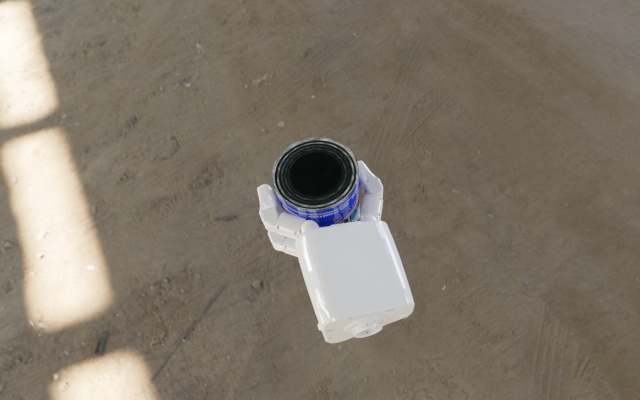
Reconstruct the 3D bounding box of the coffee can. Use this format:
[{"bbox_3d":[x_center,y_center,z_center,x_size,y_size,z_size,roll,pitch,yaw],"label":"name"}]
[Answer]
[{"bbox_3d":[0.000,0.002,0.615,0.103,0.102,0.140,0,-30,6],"label":"coffee can"}]
